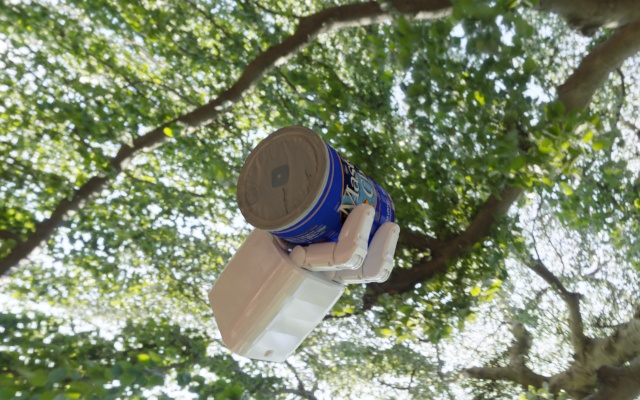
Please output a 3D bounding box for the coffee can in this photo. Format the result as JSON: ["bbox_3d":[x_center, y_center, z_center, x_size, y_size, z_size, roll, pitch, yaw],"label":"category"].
[{"bbox_3d":[0.000,0.001,0.484,0.103,0.102,0.140,0,-20,36],"label":"coffee can"}]
